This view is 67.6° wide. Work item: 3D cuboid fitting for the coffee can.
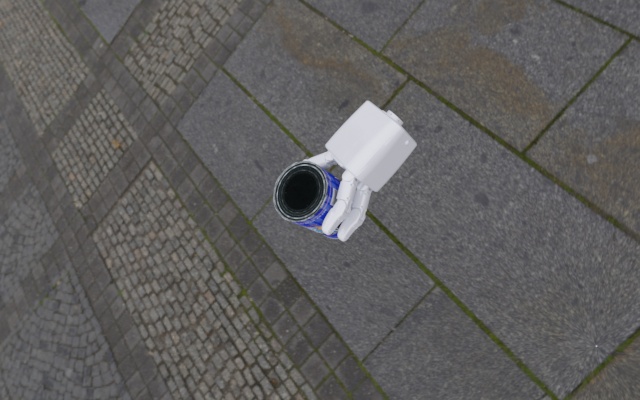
[{"bbox_3d":[0.000,0.003,0.818,0.103,0.102,0.140,0,-15,30],"label":"coffee can"}]
